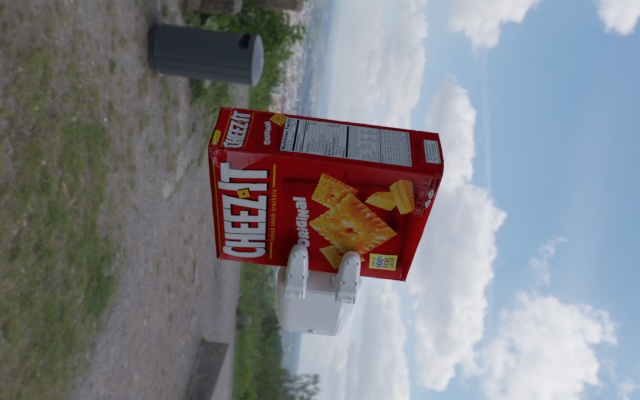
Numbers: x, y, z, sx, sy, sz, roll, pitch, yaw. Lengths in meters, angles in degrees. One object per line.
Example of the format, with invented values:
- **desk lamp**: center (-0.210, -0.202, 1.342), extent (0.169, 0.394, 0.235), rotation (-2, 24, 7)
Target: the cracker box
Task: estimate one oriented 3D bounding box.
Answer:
- **cracker box**: center (0.000, 0.001, 0.490), extent (0.214, 0.072, 0.164), rotation (7, -45, -2)
